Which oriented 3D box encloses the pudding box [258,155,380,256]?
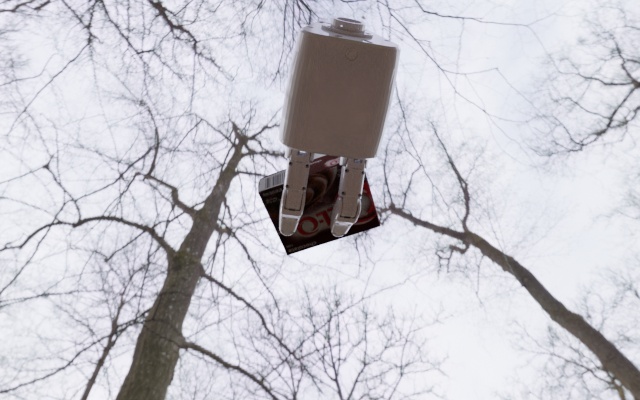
[{"bbox_3d":[0.000,0.002,0.519,0.113,0.090,0.039,-17,31,6],"label":"pudding box"}]
